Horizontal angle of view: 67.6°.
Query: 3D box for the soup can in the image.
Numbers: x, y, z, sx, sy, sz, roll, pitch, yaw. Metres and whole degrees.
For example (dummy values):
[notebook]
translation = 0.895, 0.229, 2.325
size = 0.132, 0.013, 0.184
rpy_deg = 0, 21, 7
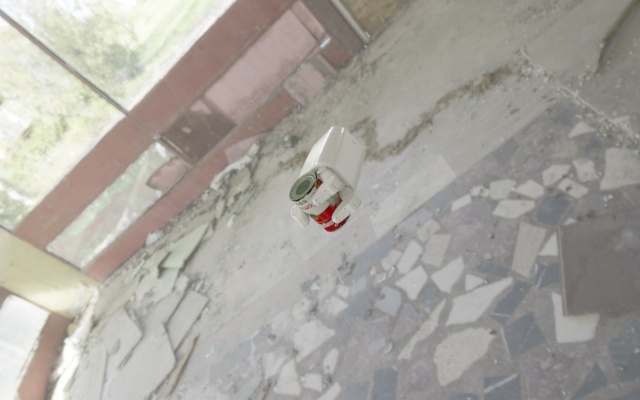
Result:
[soup can]
translation = 0.000, 0.003, 0.882
size = 0.102, 0.068, 0.068
rpy_deg = 42, -24, -29
